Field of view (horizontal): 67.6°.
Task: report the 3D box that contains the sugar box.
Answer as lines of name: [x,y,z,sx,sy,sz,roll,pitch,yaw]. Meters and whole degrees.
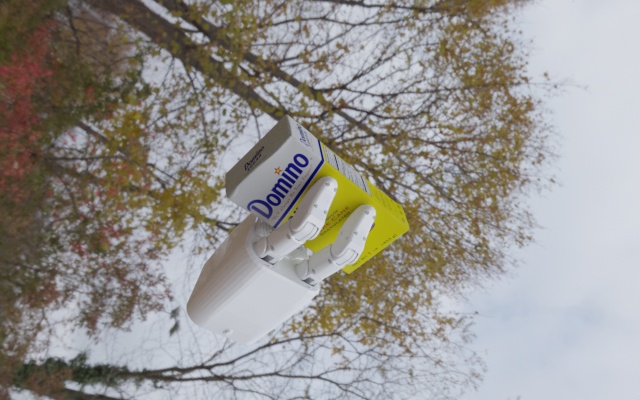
sugar box: [0.000,0.002,0.487,0.093,0.048,0.176,-41,-53,22]
